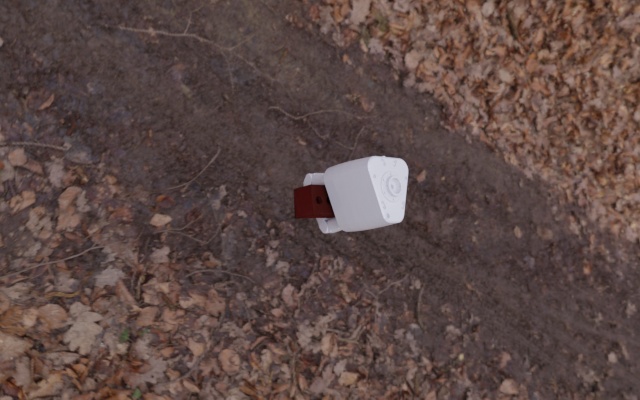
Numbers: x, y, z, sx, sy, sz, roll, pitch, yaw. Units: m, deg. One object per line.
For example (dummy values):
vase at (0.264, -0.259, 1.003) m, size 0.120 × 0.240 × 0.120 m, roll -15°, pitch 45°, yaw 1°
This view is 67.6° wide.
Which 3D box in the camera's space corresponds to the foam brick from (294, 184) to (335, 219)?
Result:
foam brick at (0.000, 0.003, 0.818) m, size 0.078 × 0.053 × 0.051 m, roll 0°, pitch -8°, yaw -39°
